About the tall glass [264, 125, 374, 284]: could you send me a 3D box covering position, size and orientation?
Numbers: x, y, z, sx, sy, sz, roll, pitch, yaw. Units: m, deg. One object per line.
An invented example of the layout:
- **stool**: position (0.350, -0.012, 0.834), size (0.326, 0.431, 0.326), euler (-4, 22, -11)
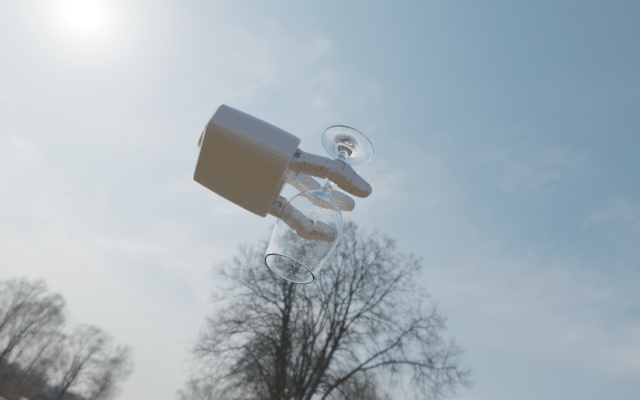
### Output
- **tall glass**: position (0.000, 0.001, 0.590), size (0.079, 0.201, 0.079), euler (17, -33, 12)
